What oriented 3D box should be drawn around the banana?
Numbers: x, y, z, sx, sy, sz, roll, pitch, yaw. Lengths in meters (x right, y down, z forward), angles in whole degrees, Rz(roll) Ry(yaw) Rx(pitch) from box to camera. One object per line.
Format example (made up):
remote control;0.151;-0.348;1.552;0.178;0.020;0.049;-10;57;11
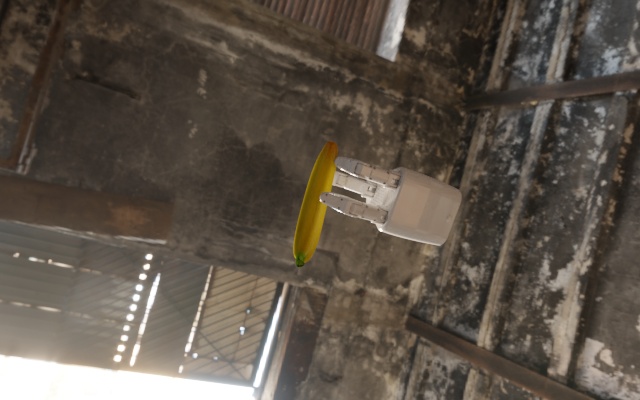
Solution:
banana;-0.007;0.010;0.714;0.037;0.197;0.070;18;-19;-14
